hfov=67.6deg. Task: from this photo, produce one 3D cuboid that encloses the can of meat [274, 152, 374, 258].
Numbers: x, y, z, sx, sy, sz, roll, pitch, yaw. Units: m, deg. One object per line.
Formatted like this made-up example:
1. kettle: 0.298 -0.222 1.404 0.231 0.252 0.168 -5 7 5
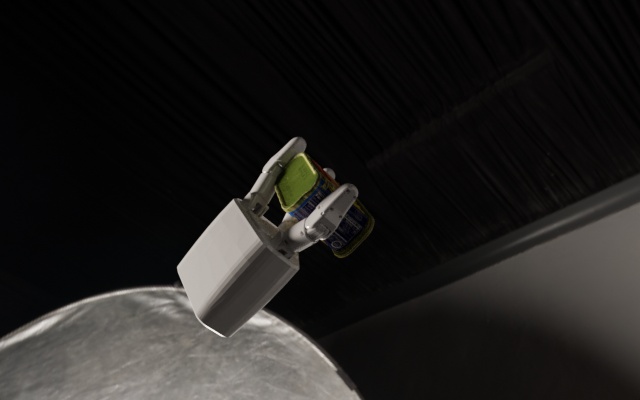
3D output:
1. can of meat: 0.000 0.001 0.518 0.084 0.057 0.102 41 8 -26
